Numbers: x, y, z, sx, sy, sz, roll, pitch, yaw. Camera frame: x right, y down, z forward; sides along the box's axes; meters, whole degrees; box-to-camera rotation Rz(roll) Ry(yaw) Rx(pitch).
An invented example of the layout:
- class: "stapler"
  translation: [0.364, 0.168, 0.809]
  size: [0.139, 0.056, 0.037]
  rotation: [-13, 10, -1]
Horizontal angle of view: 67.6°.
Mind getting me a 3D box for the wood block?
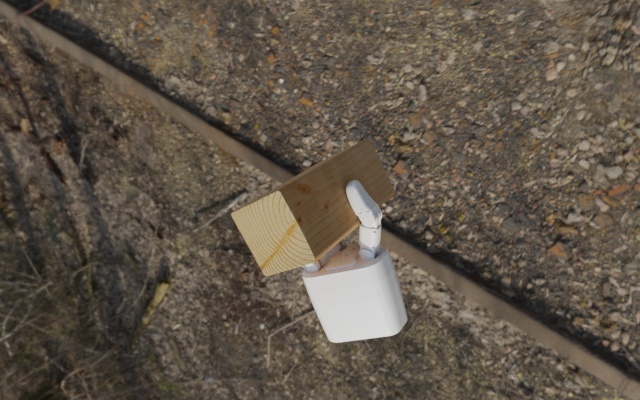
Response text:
- class: "wood block"
  translation: [0.000, 0.002, 0.615]
  size: [0.091, 0.090, 0.206]
  rotation: [-22, 8, 40]
